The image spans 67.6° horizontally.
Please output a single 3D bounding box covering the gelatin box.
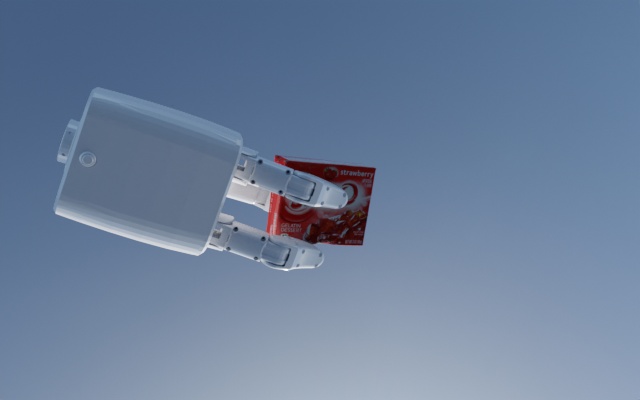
[{"bbox_3d":[0.000,0.001,0.420,0.089,0.073,0.030,3,12,-26],"label":"gelatin box"}]
